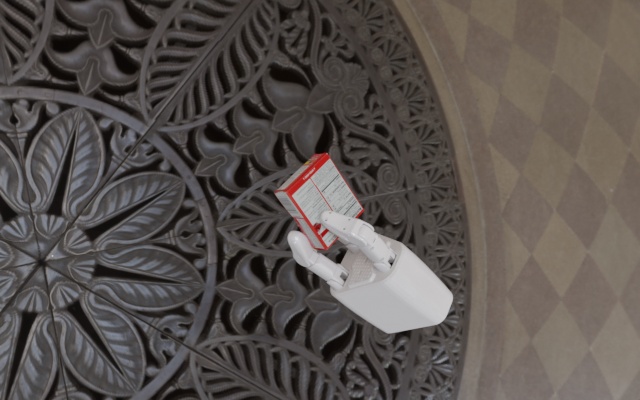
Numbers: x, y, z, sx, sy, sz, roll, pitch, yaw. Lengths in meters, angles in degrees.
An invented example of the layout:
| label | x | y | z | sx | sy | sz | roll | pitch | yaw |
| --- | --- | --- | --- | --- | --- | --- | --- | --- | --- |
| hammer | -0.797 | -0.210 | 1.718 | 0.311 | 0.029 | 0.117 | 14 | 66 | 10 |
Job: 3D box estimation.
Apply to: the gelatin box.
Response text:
| label | x | y | z | sx | sy | sz | roll | pitch | yaw |
| --- | --- | --- | --- | --- | --- | --- | --- | --- | --- |
| gelatin box | 0.000 | 0.002 | 0.552 | 0.073 | 0.089 | 0.030 | -46 | 24 | -27 |
